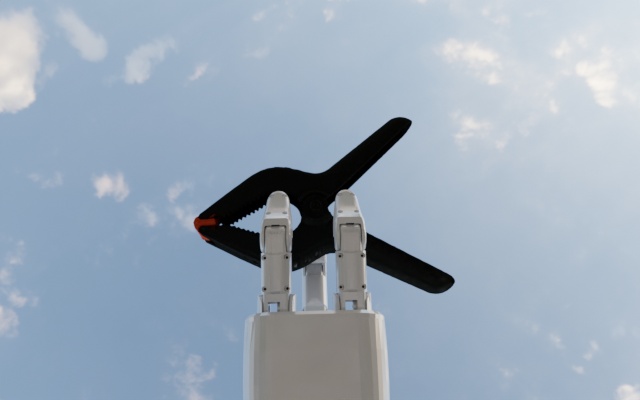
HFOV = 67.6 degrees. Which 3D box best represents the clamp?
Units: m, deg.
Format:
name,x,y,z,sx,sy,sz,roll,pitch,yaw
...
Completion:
name,x,y,z,sx,sy,sz,roll,pitch,yaw
clamp,0.000,0.002,0.413,0.210,0.164,0.036,-2,-25,-1
